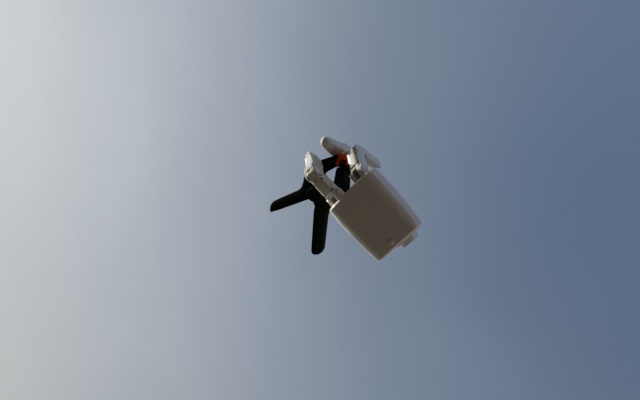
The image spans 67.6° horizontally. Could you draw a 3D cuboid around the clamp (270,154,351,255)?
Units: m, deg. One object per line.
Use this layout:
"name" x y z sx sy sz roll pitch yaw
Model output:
"clamp" 0.000 0.002 0.767 0.171 0.120 0.039 -47 -10 30
